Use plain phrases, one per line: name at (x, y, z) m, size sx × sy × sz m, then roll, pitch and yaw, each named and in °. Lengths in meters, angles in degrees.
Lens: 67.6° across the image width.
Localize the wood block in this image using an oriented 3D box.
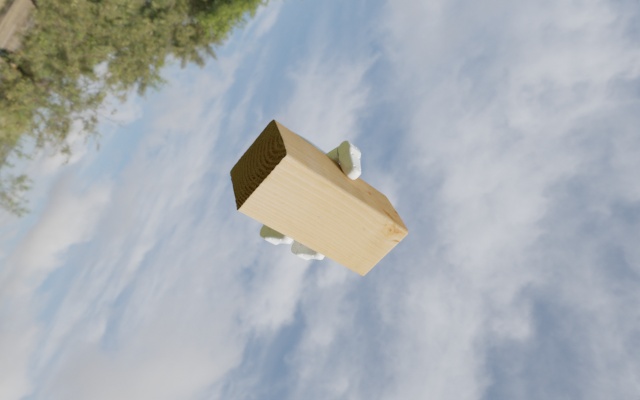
wood block at (0.000, 0.002, 0.601) m, size 0.206 × 0.091 × 0.090 m, roll 31°, pitch 21°, yaw -32°
